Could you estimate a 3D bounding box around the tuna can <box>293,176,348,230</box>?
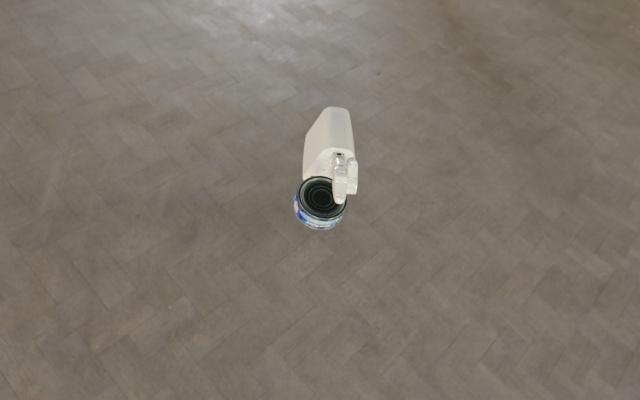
[{"bbox_3d":[0.000,0.002,0.774,0.086,0.086,0.034,0,-31,-15],"label":"tuna can"}]
